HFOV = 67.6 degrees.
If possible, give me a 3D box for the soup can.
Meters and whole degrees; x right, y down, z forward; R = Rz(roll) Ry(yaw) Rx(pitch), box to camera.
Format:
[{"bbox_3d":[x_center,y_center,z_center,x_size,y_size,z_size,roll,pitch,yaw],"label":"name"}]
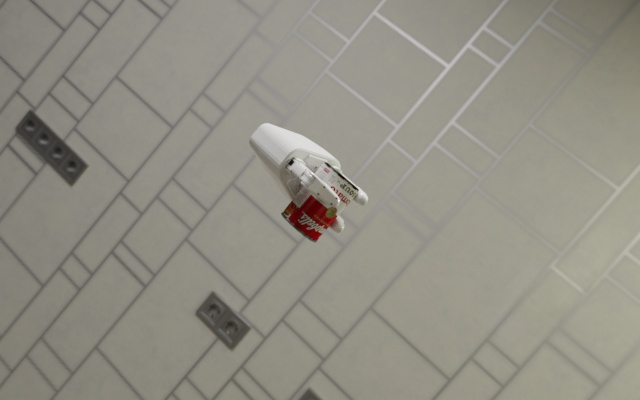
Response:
[{"bbox_3d":[0.001,0.002,0.705,0.068,0.102,0.068,40,3,-2],"label":"soup can"}]
